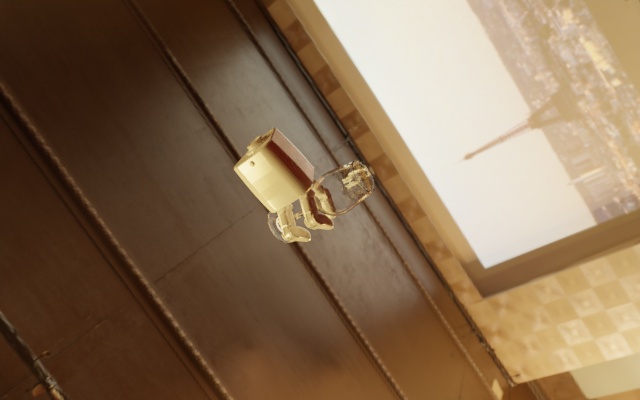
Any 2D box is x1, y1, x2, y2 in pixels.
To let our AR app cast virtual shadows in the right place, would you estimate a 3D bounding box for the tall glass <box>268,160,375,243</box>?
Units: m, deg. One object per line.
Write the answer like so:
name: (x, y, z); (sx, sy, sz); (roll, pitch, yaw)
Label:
tall glass: (0.000, 0.003, 0.852); (0.201, 0.079, 0.079); (-31, -17, 31)
